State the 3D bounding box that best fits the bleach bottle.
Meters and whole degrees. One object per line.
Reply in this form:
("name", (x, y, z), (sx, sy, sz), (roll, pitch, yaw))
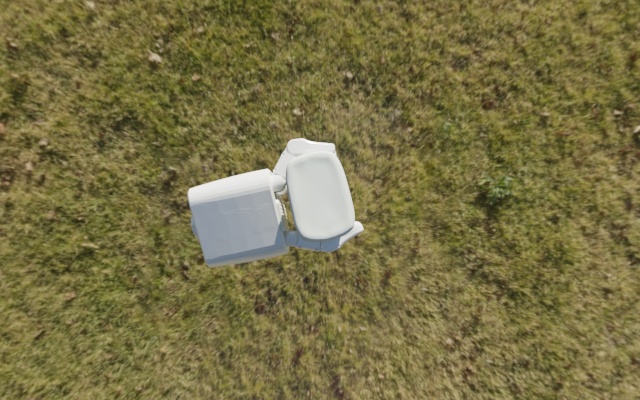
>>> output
("bleach bottle", (0.000, 0.002, 0.638), (0.068, 0.102, 0.251), (-13, -4, 0))
